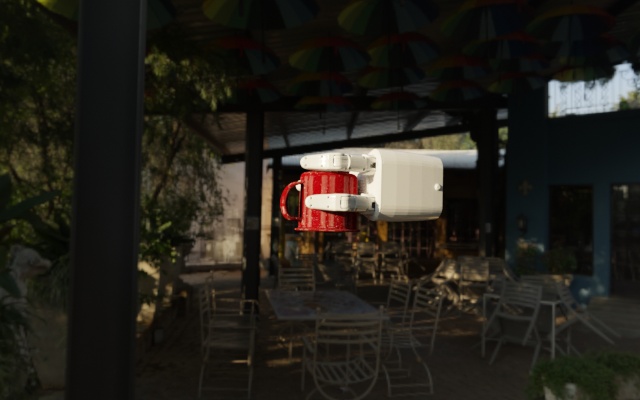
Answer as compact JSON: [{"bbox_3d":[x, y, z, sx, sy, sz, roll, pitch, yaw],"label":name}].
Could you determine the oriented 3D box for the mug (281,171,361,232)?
[{"bbox_3d":[-0.001,0.002,0.674,0.117,0.081,0.093,3,-3,-21],"label":"mug"}]
